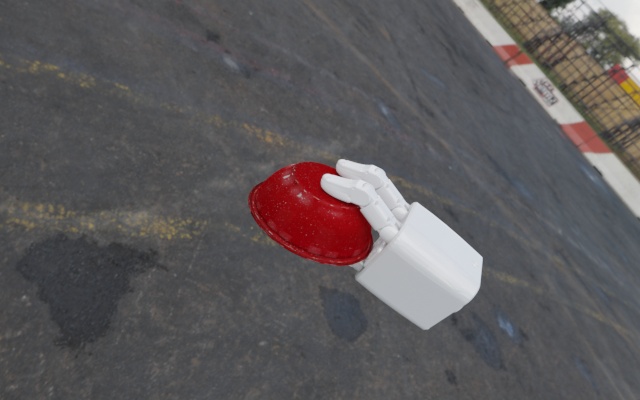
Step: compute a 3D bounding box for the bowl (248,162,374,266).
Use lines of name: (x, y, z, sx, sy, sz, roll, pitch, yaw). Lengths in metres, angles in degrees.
bowl: (-0.001, 0.001, 0.563, 0.162, 0.055, 0.162, 20, 29, -12)
